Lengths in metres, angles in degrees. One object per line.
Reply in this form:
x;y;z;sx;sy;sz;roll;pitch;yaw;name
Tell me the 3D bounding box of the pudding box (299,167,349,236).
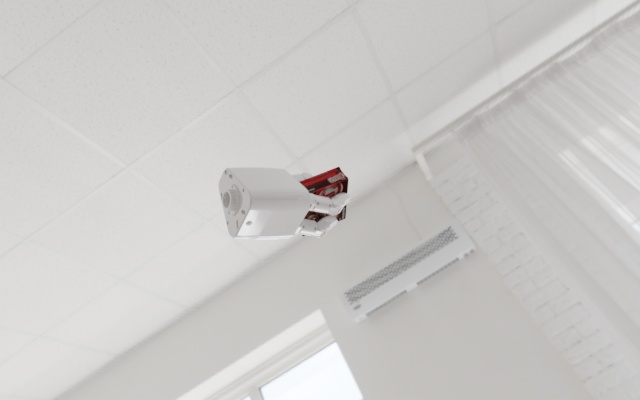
0.000;0.003;0.829;0.090;0.039;0.114;-21;-34;-17;pudding box
